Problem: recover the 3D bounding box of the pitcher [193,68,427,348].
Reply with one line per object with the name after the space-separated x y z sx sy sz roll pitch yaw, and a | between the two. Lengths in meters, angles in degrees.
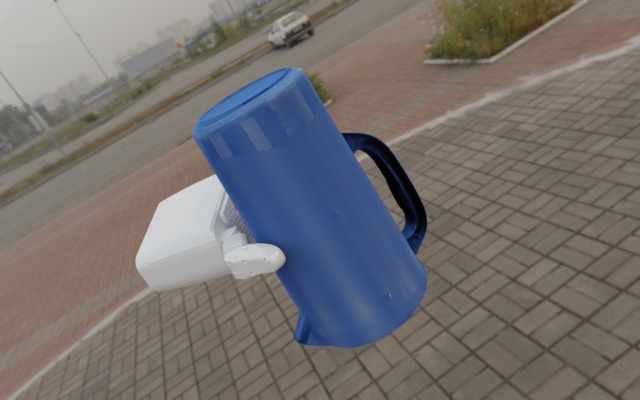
0.000 0.002 0.447 0.145 0.243 0.149 -21 25 22 | pitcher
